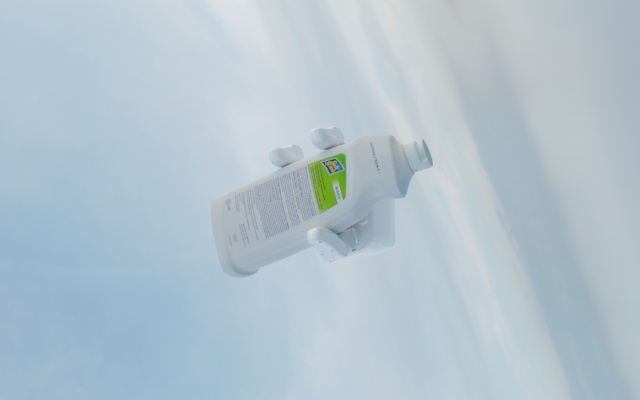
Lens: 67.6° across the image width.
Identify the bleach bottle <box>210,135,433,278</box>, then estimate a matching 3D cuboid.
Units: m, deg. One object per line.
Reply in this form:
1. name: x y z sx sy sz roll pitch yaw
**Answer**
1. bleach bottle: 0.000 0.002 0.518 0.251 0.102 0.068 -21 -16 22
